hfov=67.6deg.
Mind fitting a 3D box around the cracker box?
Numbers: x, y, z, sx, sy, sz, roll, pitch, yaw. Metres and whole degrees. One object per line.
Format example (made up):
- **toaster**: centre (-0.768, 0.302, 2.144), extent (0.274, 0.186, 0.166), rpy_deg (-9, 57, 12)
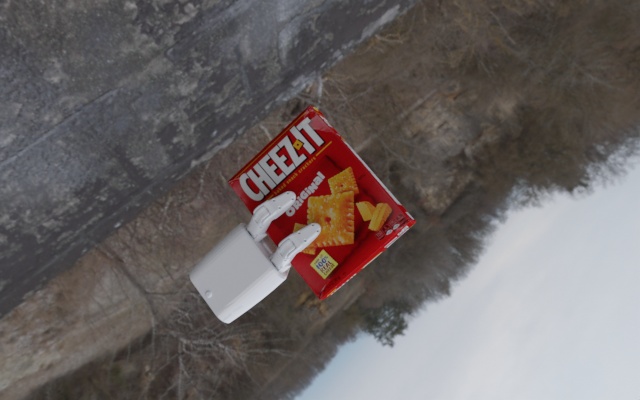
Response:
- **cracker box**: centre (0.000, 0.002, 0.664), extent (0.164, 0.213, 0.072), rpy_deg (-42, -12, 8)
